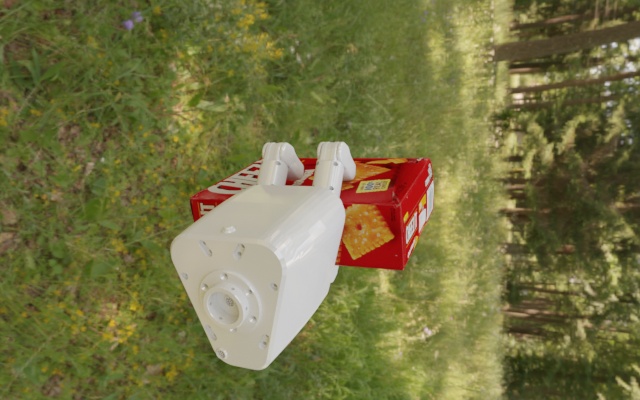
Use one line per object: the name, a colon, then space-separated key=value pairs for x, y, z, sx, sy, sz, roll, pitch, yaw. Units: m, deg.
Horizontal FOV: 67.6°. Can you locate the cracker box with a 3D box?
cracker box: x=0.000 y=0.002 z=0.505 sx=0.213 sy=0.072 sz=0.164 roll=3 pitch=20 yaw=22
